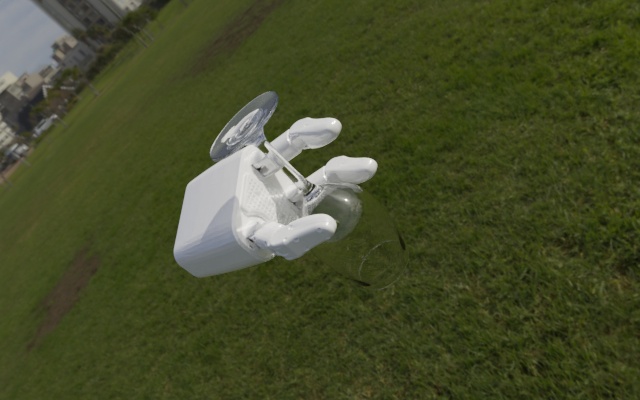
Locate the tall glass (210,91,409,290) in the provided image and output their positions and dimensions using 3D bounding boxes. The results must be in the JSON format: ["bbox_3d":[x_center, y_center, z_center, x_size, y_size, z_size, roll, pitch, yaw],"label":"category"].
[{"bbox_3d":[0.000,0.001,0.427,0.201,0.079,0.079,45,-25,-28],"label":"tall glass"}]
